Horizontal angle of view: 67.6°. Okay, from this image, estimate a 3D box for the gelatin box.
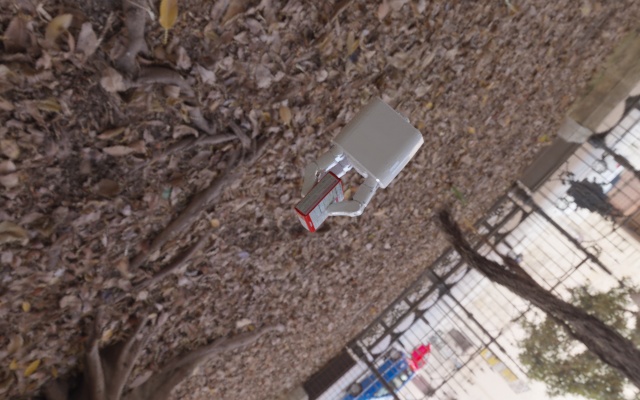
[{"bbox_3d":[0.000,0.003,0.801,0.030,0.089,0.073,37,-14,21],"label":"gelatin box"}]
